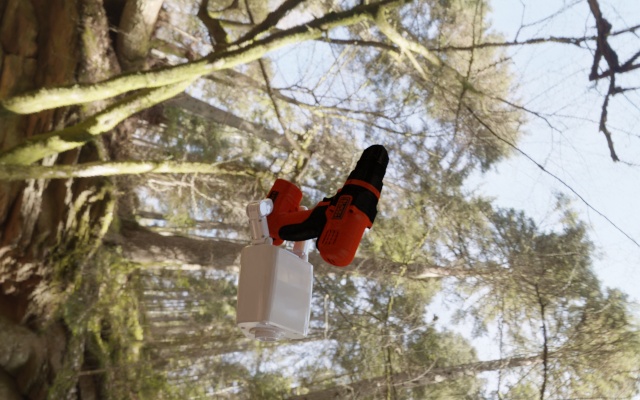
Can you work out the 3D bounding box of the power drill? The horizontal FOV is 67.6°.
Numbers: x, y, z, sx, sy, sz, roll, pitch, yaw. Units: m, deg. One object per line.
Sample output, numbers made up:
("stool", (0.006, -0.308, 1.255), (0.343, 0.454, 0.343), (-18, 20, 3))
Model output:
("power drill", (0.000, 0.003, 0.681), (0.187, 0.184, 0.057), (-3, -37, 45))
